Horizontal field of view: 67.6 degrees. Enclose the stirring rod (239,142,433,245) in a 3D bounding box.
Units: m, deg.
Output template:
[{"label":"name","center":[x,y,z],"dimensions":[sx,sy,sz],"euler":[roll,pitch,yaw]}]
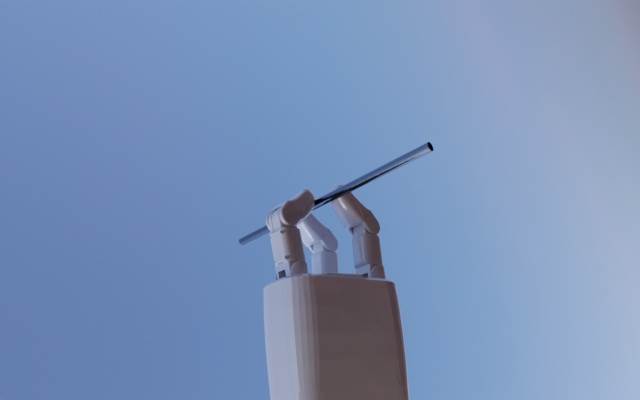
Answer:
[{"label":"stirring rod","center":[0.000,0.001,0.442],"dimensions":[0.239,0.011,0.011],"euler":[-27,-17,38]}]
